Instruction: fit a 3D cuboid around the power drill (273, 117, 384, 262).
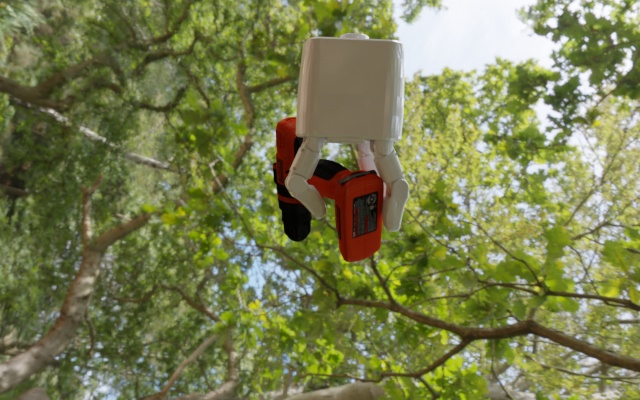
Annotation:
[{"bbox_3d":[0.000,0.002,0.609,0.057,0.184,0.187,-20,33,-28],"label":"power drill"}]
